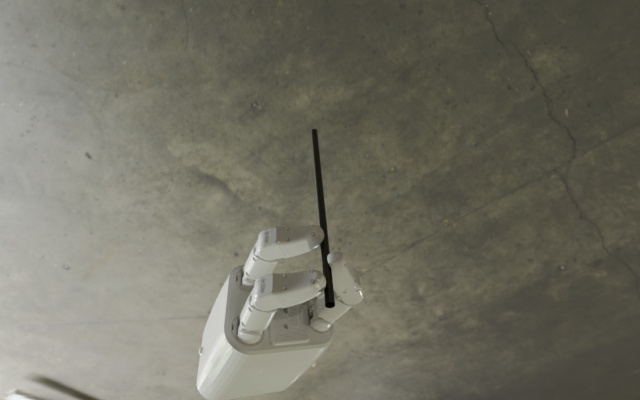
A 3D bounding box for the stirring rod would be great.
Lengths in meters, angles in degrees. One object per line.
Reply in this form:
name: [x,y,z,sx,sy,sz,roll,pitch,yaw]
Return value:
stirring rod: [0.000,0.002,0.465,0.011,0.011,0.239,0,43,-5]
